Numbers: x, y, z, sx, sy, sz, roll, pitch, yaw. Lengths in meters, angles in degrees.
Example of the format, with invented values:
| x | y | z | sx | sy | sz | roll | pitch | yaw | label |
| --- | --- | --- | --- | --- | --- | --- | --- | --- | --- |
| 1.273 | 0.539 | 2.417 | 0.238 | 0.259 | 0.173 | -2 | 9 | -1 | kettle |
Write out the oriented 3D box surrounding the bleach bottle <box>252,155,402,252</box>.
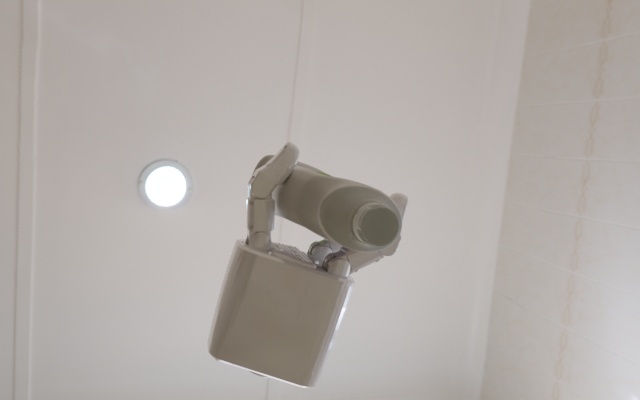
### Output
| x | y | z | sx | sy | sz | roll | pitch | yaw | label |
| --- | --- | --- | --- | --- | --- | --- | --- | --- | --- |
| 0.000 | 0.001 | 0.450 | 0.102 | 0.068 | 0.251 | 17 | 2 | -17 | bleach bottle |
